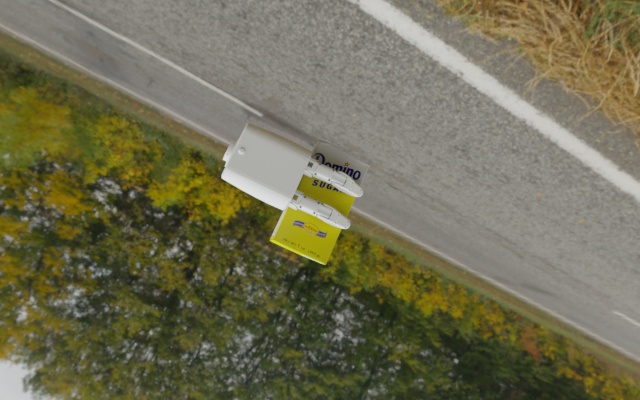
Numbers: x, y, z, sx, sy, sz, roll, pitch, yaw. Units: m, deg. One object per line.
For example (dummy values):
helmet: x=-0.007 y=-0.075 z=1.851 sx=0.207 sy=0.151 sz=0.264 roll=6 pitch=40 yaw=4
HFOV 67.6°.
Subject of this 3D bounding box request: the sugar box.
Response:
sugar box: x=0.000 y=0.002 z=0.753 sx=0.093 sy=0.176 sz=0.048 roll=26 pitch=-9 yaw=-11
